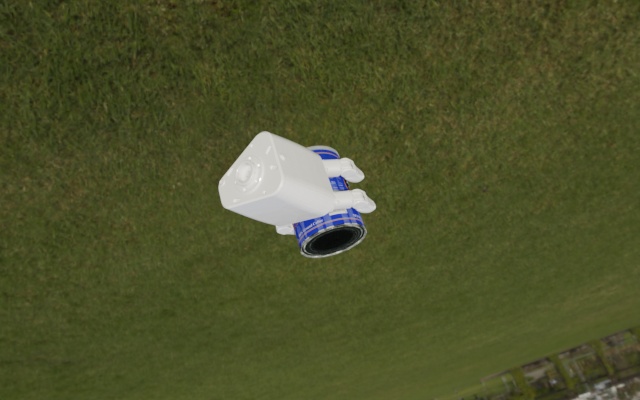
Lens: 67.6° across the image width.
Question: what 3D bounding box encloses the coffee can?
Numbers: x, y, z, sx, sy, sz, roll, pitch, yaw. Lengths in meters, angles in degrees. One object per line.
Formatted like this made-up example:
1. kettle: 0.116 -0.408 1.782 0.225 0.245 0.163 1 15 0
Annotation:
1. coffee can: 0.000 0.002 0.730 0.103 0.140 0.103 -15 -27 -8
